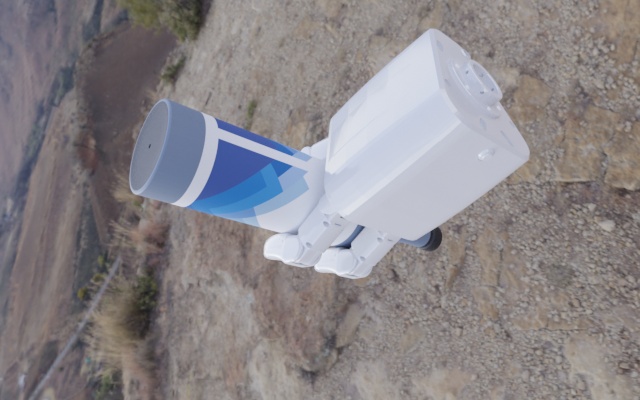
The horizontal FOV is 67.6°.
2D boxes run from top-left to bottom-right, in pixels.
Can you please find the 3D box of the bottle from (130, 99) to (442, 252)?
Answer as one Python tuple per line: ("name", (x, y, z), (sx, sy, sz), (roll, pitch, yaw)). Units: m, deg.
("bottle", (0.000, 0.001, 0.401), (0.296, 0.069, 0.069), (18, -11, -36))
